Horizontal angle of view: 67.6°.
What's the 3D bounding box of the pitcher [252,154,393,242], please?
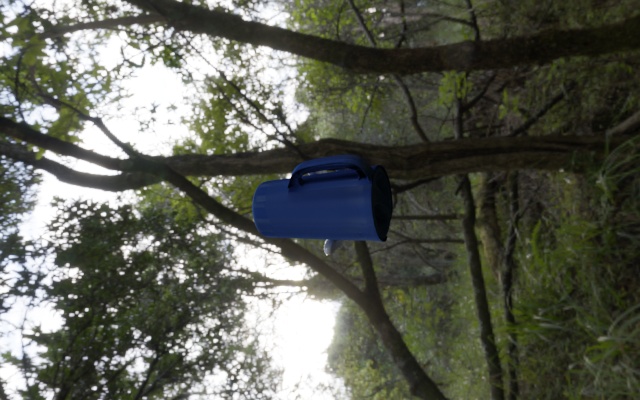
[{"bbox_3d":[0.000,0.003,0.862,0.243,0.149,0.145,-3,-1,23],"label":"pitcher"}]
